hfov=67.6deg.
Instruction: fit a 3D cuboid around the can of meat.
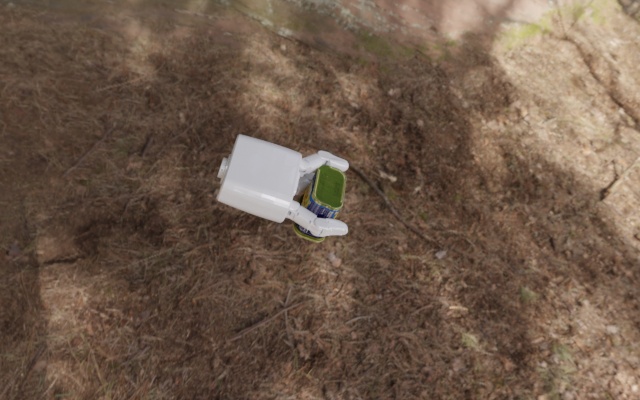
[{"bbox_3d":[0.000,0.002,0.785,0.057,0.102,0.084,21,-48,-10],"label":"can of meat"}]
